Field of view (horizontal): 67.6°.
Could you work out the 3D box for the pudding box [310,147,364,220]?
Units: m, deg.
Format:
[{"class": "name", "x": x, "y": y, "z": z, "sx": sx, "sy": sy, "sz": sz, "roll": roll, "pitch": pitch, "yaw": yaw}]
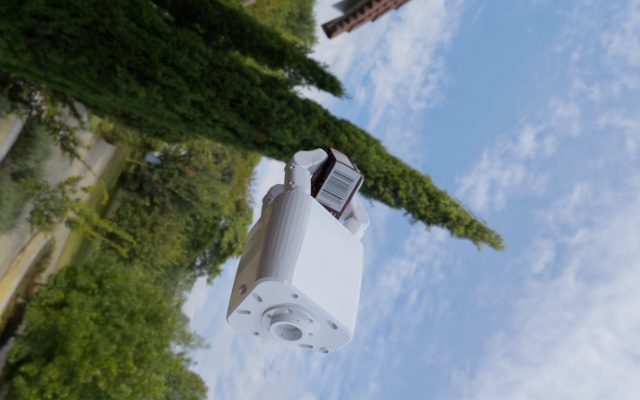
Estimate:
[{"class": "pudding box", "x": 0.000, "y": 0.002, "z": 0.538, "sx": 0.039, "sy": 0.113, "sz": 0.090, "roll": 30, "pitch": 12, "yaw": -12}]
